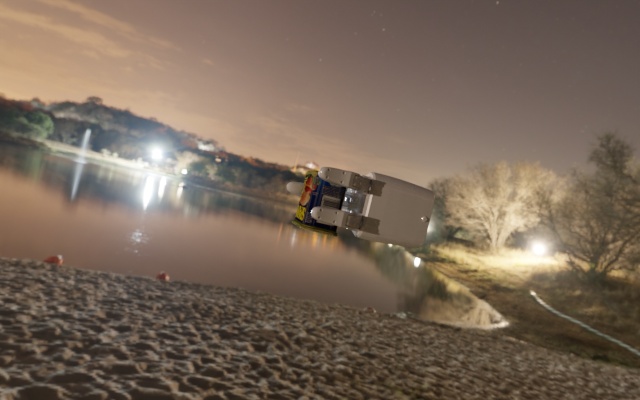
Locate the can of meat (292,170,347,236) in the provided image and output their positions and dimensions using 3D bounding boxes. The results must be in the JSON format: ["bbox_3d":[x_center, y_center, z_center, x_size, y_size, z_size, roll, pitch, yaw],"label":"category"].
[{"bbox_3d":[0.000,0.002,0.702,0.057,0.084,0.102,14,0,-12],"label":"can of meat"}]
